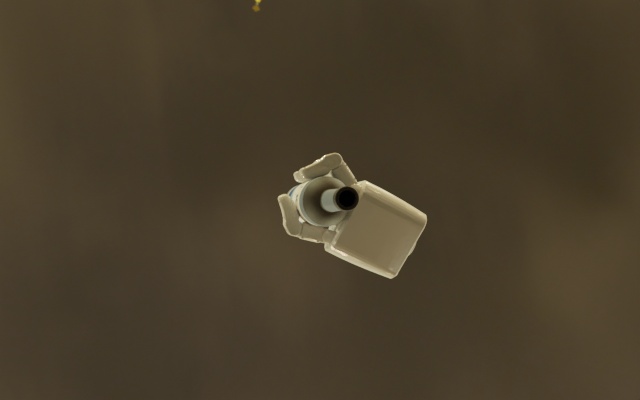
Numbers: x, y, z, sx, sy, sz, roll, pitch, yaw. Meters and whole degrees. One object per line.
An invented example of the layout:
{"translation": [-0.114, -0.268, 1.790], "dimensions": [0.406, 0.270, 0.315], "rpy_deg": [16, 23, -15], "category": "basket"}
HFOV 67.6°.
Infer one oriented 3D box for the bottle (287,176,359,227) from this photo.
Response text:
{"translation": [0.000, 0.002, 0.665], "dimensions": [0.069, 0.069, 0.296], "rpy_deg": [0, -2, -11], "category": "bottle"}
